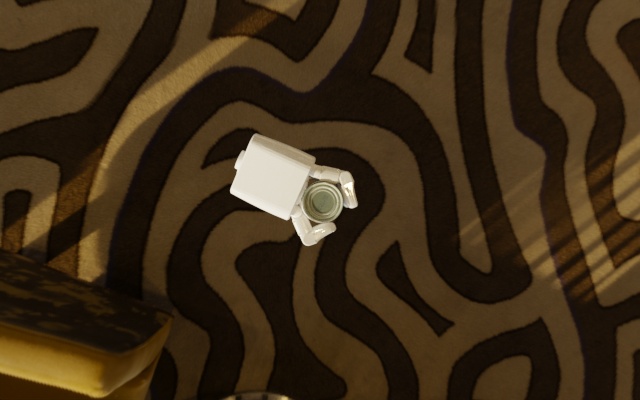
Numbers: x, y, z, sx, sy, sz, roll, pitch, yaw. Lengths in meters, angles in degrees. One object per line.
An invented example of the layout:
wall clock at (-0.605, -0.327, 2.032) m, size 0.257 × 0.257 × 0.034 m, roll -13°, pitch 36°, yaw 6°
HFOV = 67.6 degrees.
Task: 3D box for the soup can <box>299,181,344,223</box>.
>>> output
soup can at (0.001, 0.003, 0.800) m, size 0.068 × 0.068 × 0.102 m, roll 0°, pitch 0°, yaw -5°
